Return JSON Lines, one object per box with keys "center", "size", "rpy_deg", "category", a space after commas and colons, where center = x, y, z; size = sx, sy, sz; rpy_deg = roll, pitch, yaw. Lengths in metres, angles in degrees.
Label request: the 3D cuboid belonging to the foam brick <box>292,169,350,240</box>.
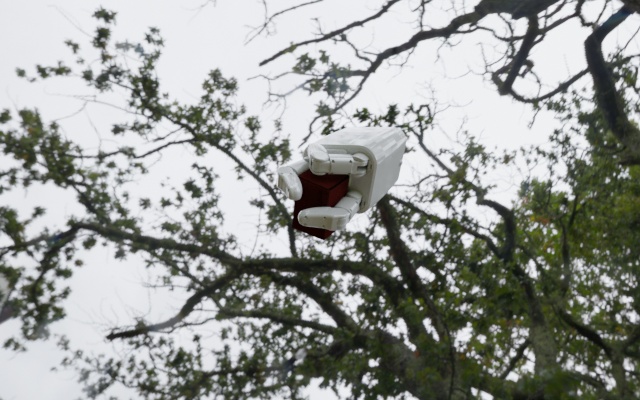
{"center": [0.000, 0.002, 0.624], "size": [0.053, 0.078, 0.051], "rpy_deg": [23, 34, 24], "category": "foam brick"}
